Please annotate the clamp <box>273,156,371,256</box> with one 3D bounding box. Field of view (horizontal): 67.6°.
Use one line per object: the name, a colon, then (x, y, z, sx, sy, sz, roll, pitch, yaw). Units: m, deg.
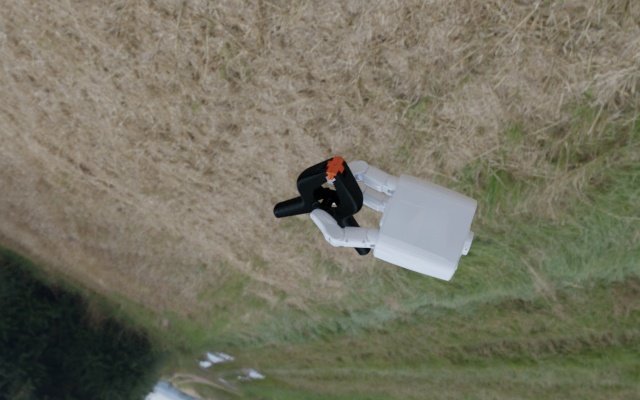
clamp: (0.000, 0.003, 0.675, 0.164, 0.036, 0.210, 19, -28, 12)
